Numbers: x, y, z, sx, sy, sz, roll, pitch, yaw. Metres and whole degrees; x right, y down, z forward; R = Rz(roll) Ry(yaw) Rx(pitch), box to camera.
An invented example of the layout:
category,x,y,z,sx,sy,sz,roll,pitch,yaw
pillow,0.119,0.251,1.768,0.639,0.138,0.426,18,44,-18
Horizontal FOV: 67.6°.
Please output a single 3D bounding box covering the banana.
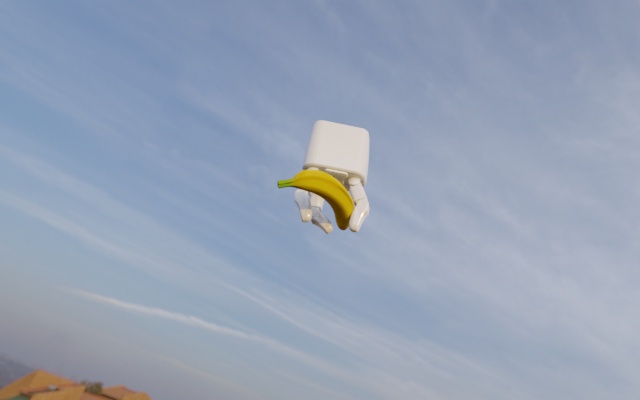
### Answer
category,x,y,z,sx,sy,sz,roll,pitch,yaw
banana,0.014,-0.004,0.789,0.069,0.037,0.198,-19,-35,28
